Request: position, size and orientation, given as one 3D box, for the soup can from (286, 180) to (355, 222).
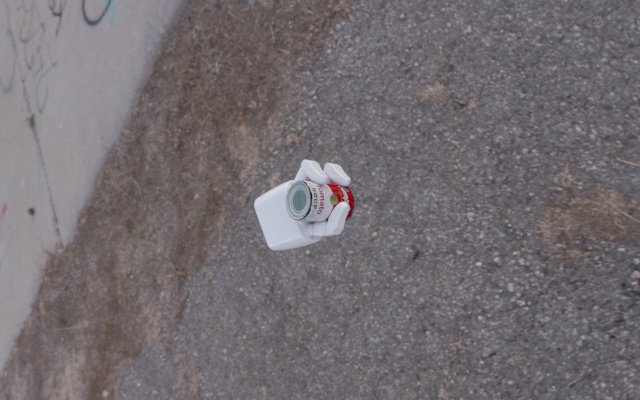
[{"bbox_3d":[0.000,0.003,0.814,0.102,0.068,0.068,5,-3,-42],"label":"soup can"}]
